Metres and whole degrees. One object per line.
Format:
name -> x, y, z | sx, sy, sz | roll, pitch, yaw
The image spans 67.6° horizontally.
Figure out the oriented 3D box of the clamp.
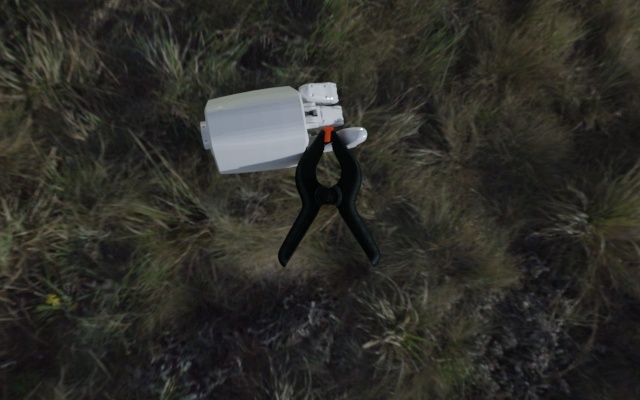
clamp -> 0.000, 0.002, 0.565 | 0.120, 0.171, 0.039 | -9, -2, -6
